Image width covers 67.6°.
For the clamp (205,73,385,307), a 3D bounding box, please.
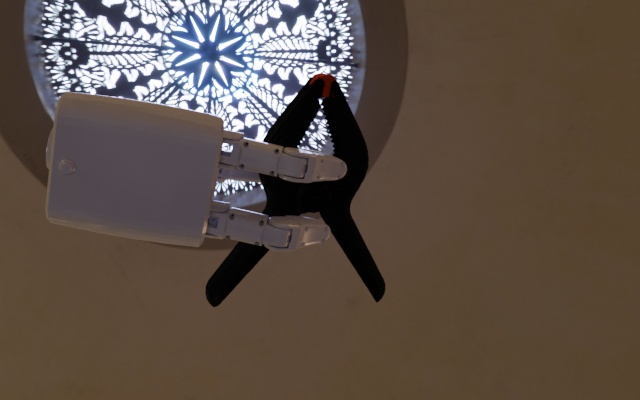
[{"bbox_3d":[0.000,0.001,0.412,0.164,0.210,0.036,9,14,-20],"label":"clamp"}]
